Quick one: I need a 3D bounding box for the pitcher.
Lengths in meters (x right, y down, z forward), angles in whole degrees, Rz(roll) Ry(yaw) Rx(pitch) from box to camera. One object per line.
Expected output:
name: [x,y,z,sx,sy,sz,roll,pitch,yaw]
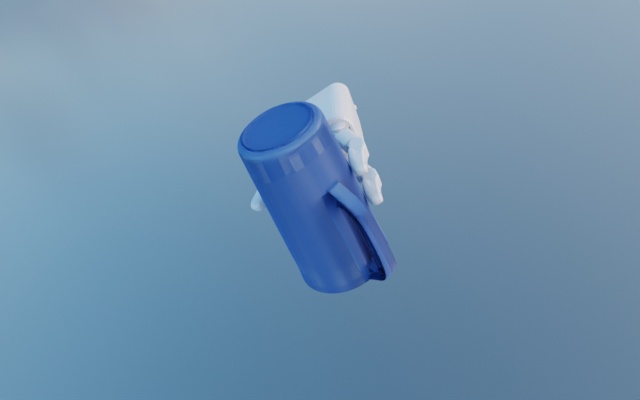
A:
pitcher: [0.000,0.002,0.610,0.149,0.243,0.145,-14,40,15]
